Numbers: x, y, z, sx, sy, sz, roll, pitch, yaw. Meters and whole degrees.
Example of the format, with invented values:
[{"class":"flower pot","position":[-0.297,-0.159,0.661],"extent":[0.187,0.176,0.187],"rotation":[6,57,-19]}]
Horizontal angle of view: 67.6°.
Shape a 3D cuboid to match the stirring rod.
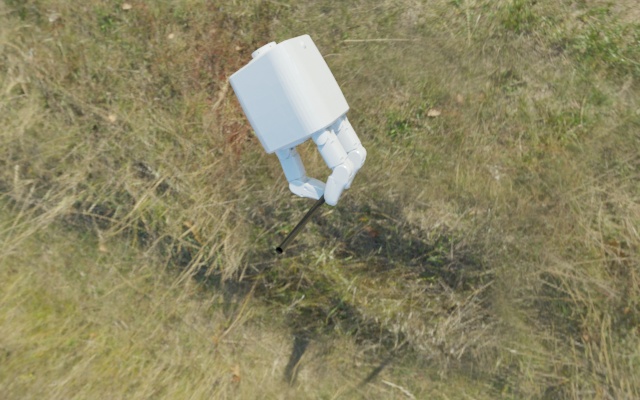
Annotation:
[{"class":"stirring rod","position":[0.000,0.002,0.581],"extent":[0.011,0.011,0.239],"rotation":[0,24,22]}]
